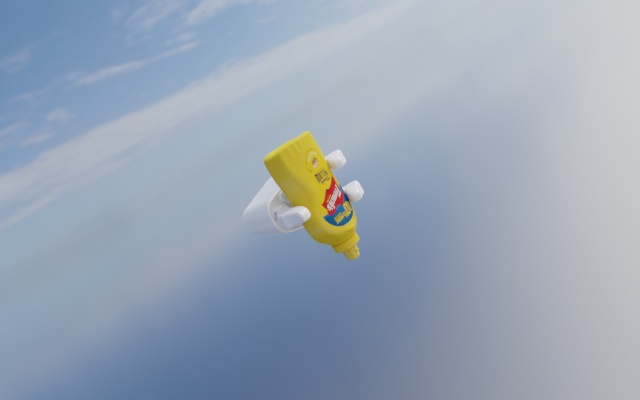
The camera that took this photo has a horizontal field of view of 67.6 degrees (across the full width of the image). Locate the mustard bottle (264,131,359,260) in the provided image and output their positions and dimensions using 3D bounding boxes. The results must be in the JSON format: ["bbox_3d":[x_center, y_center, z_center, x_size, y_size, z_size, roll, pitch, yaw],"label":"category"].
[{"bbox_3d":[0.000,0.002,0.677,0.058,0.191,0.096,-24,12,32],"label":"mustard bottle"}]
